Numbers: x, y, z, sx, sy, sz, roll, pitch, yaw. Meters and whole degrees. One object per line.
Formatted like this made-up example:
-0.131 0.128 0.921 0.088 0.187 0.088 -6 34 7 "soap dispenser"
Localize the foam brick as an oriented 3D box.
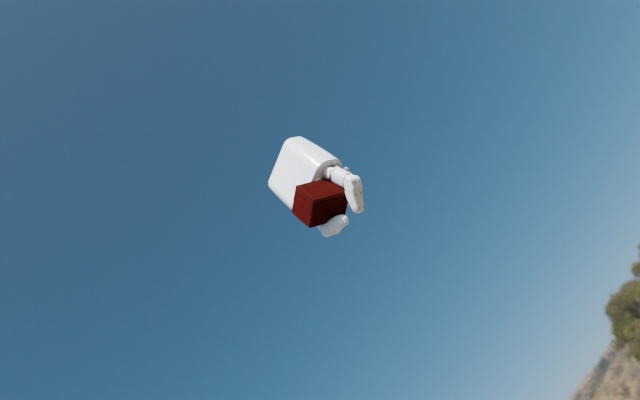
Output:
0.000 0.003 0.773 0.078 0.053 0.051 -15 40 -37 "foam brick"
